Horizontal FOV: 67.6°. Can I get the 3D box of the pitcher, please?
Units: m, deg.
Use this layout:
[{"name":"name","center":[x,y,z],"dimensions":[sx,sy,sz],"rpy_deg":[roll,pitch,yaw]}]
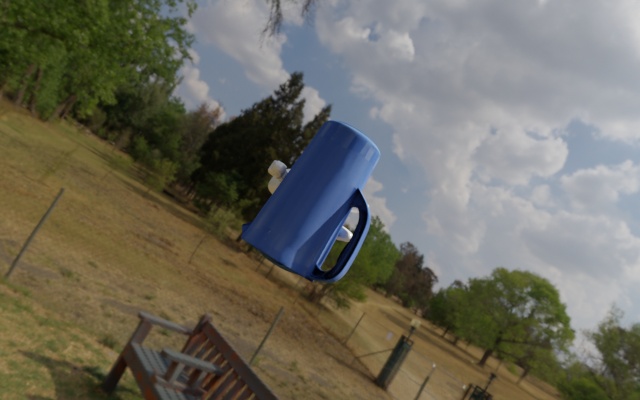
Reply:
[{"name":"pitcher","center":[0.000,0.002,0.758],"dimensions":[0.149,0.243,0.145],"rpy_deg":[35,-8,-19]}]
